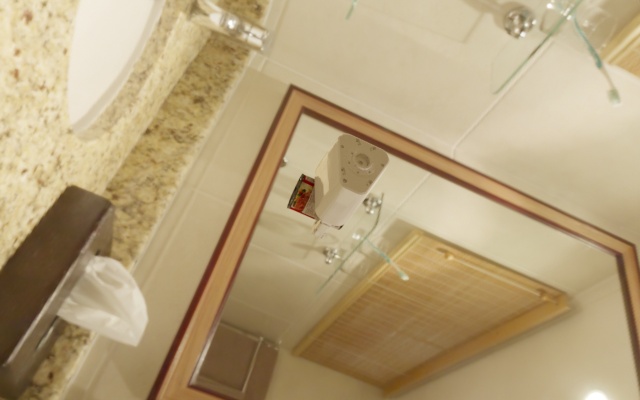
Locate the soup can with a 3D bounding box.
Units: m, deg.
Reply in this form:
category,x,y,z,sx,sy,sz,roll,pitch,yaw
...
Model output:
category,x,y,z,sx,sy,sz,roll,pitch,yaw
soup can,0.000,0.003,0.852,0.102,0.068,0.068,24,-3,-8
